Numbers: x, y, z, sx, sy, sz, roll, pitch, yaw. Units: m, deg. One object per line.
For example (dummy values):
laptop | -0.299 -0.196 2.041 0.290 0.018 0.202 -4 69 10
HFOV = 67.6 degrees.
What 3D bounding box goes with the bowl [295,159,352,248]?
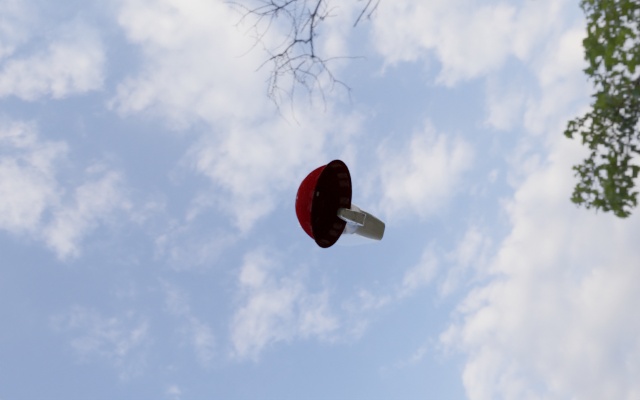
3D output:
bowl | -0.001 0.002 0.865 0.055 0.162 0.162 10 4 27
